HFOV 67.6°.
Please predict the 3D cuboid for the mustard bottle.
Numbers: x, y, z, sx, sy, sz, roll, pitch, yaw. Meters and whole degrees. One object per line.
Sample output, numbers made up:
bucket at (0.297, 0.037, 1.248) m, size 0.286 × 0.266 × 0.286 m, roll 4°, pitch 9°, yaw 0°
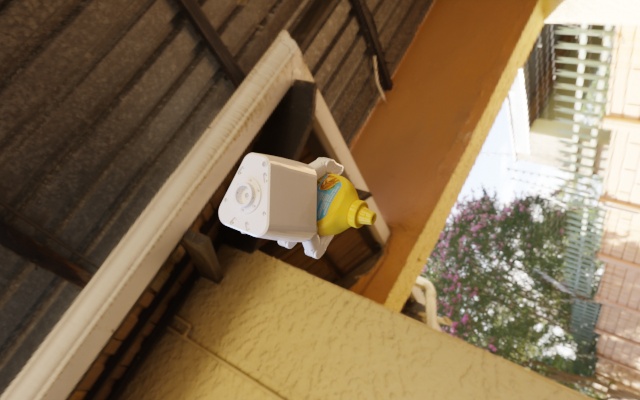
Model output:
mustard bottle at (0.000, 0.002, 0.739) m, size 0.191 × 0.096 × 0.058 m, roll 17°, pitch -21°, yaw 34°
